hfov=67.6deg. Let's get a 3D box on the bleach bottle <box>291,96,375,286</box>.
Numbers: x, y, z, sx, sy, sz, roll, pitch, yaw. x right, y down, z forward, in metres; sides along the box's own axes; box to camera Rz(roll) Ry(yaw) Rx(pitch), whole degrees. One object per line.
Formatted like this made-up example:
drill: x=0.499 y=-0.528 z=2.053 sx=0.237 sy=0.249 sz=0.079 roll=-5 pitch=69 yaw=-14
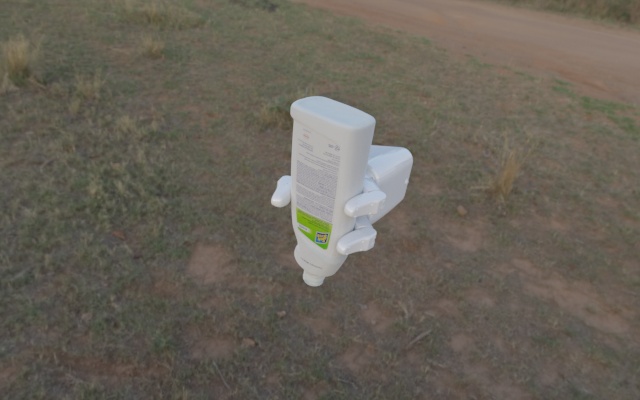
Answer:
bleach bottle: x=0.000 y=0.002 z=0.618 sx=0.102 sy=0.251 sz=0.068 roll=28 pitch=35 yaw=29
